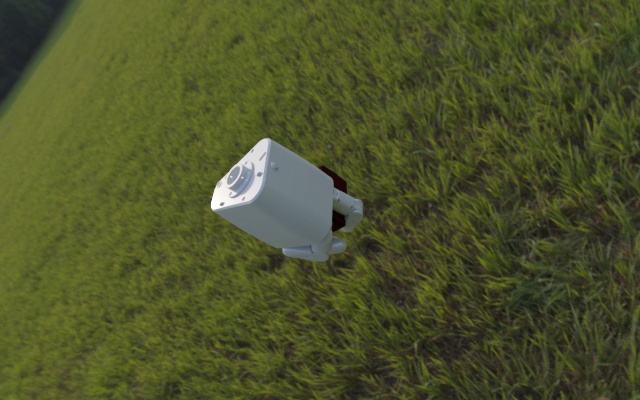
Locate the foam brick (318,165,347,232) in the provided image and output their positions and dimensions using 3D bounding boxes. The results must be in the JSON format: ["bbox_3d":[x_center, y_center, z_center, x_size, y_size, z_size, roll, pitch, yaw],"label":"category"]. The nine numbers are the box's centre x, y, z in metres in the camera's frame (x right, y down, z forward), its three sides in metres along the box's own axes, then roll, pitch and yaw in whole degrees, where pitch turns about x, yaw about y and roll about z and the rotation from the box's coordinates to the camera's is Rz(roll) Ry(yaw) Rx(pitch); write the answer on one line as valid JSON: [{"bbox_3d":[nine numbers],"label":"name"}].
[{"bbox_3d":[0.000,0.002,0.653,0.053,0.078,0.051,-29,-47,36],"label":"foam brick"}]
